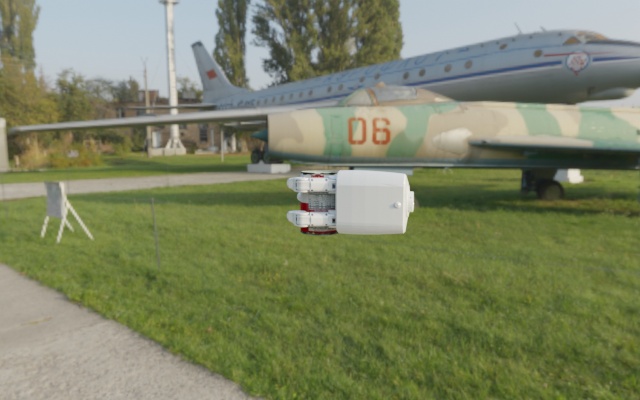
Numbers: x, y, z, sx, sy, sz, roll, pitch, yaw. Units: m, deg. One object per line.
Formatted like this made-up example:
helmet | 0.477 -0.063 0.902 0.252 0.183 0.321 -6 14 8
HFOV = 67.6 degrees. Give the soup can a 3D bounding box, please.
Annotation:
soup can | 0.000 0.002 0.793 0.068 0.102 0.068 0 7 0
